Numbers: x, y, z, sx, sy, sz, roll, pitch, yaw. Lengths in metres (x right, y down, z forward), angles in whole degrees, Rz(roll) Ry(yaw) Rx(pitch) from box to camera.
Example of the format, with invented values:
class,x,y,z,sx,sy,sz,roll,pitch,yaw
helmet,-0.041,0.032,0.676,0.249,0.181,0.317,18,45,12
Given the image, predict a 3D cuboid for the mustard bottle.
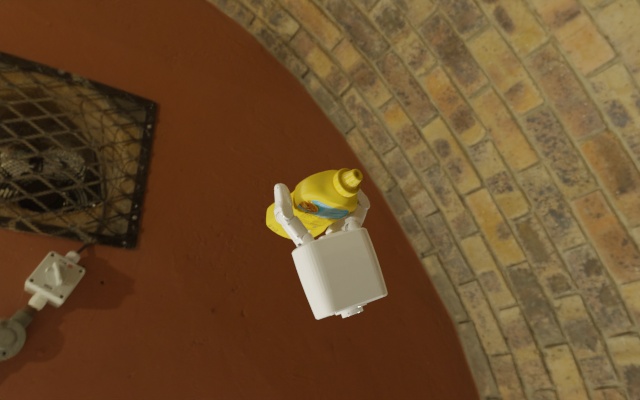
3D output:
class,x,y,z,sx,sy,sz,roll,pitch,yaw
mustard bottle,0.000,0.002,0.732,0.096,0.058,0.192,18,-33,-28
